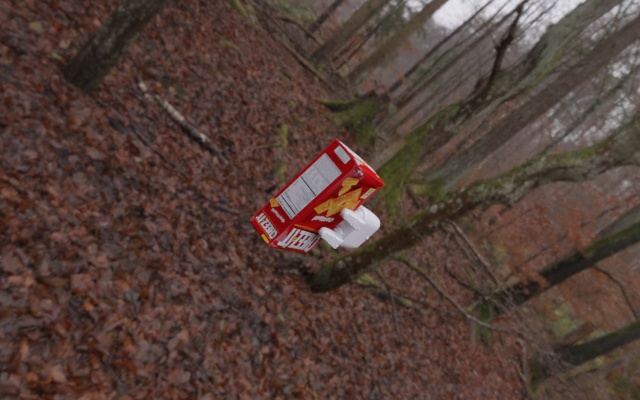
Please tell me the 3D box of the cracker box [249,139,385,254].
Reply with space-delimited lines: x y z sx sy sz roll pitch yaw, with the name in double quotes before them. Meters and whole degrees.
"cracker box" 0.000 0.003 0.879 0.214 0.072 0.164 -43 -24 10
